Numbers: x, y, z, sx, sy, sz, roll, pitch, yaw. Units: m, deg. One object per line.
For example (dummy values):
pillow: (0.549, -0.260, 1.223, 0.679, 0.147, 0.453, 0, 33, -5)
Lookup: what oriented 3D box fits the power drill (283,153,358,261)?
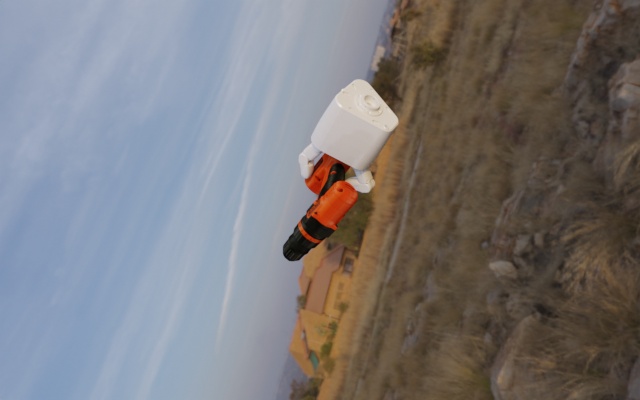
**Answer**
power drill: (0.000, 0.002, 0.855, 0.057, 0.184, 0.187, 33, 31, -18)
